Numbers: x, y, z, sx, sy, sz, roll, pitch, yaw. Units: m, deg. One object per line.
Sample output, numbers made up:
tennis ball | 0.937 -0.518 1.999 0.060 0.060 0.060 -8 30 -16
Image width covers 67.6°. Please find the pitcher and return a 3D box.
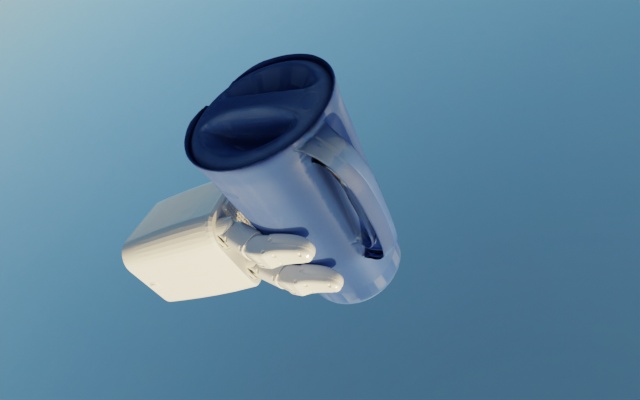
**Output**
pitcher | 0.000 0.001 0.446 0.145 0.149 0.243 -16 -44 17
